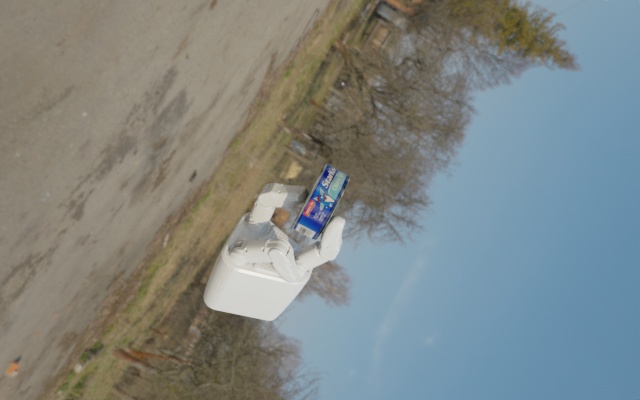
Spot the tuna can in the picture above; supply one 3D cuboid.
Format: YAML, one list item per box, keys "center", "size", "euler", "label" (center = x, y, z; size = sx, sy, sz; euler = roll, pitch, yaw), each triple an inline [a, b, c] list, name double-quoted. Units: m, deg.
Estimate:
- center: [0.001, 0.002, 0.553]
  size: [0.034, 0.086, 0.086]
  euler: [28, -1, -1]
  label: "tuna can"
